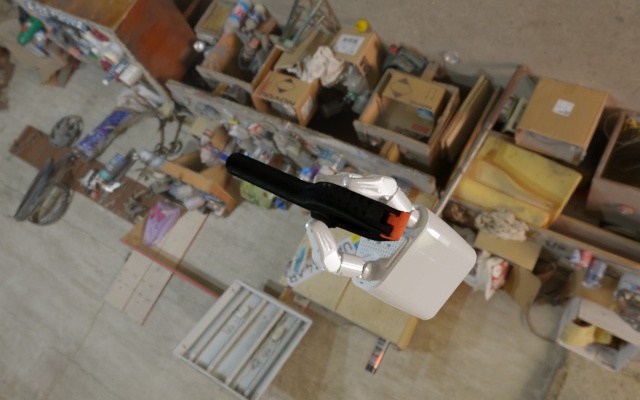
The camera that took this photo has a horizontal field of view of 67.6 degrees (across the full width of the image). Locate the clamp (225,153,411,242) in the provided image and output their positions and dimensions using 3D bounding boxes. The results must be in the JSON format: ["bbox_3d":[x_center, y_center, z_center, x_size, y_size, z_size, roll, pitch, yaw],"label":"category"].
[{"bbox_3d":[0.000,0.002,0.490,0.164,0.036,0.210,32,-11,-31],"label":"clamp"}]
